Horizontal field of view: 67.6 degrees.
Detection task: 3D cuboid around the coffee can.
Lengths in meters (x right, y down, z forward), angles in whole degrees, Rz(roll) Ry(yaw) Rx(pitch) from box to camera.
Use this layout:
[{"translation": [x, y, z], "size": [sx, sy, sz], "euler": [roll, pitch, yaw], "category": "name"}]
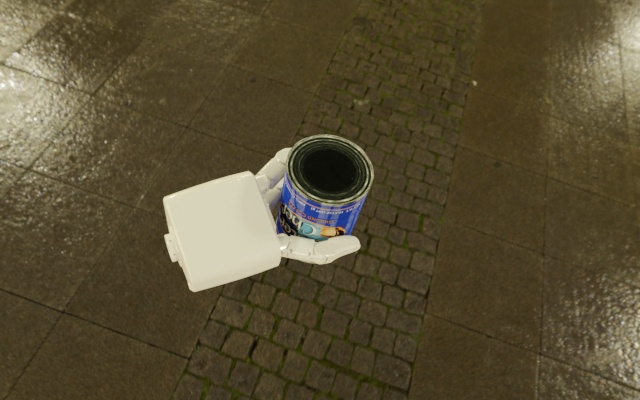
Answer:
[{"translation": [0.000, 0.002, 0.599], "size": [0.103, 0.102, 0.140], "euler": [0, -34, -11], "category": "coffee can"}]
